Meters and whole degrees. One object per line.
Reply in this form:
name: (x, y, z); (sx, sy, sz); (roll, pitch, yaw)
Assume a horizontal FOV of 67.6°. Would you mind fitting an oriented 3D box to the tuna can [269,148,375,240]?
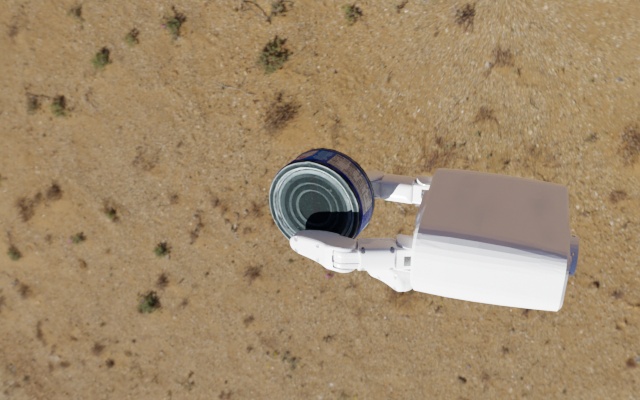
tuna can: (0.000, 0.002, 0.404); (0.086, 0.086, 0.033); (0, 22, 27)
